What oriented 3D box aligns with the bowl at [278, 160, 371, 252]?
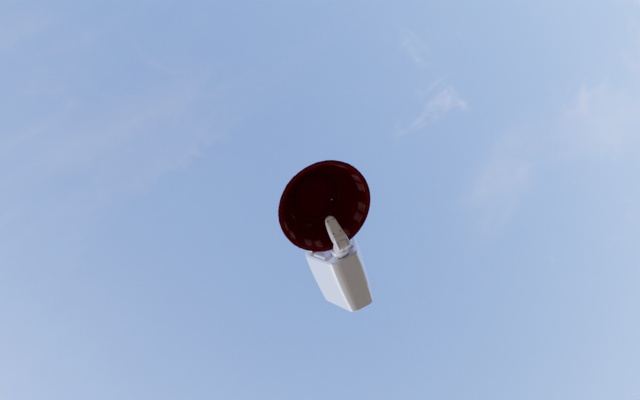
[{"bbox_3d":[0.000,0.001,0.801,0.162,0.162,0.055,0,21,-22],"label":"bowl"}]
